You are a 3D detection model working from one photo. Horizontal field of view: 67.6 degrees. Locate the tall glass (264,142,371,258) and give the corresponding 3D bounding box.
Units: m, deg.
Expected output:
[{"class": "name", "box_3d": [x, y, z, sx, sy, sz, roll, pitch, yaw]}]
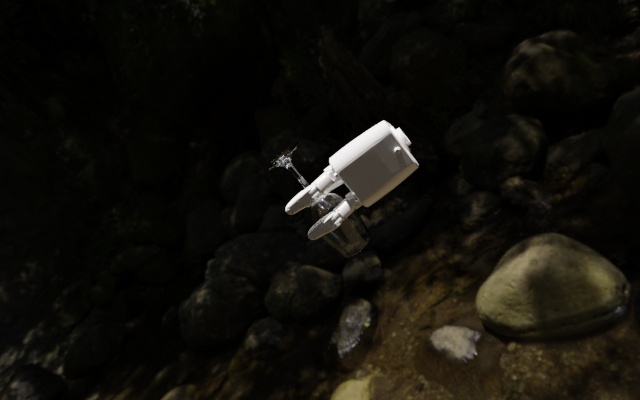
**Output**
[{"class": "tall glass", "box_3d": [0.000, 0.002, 0.794, 0.079, 0.201, 0.079, -38, 13, 10]}]
